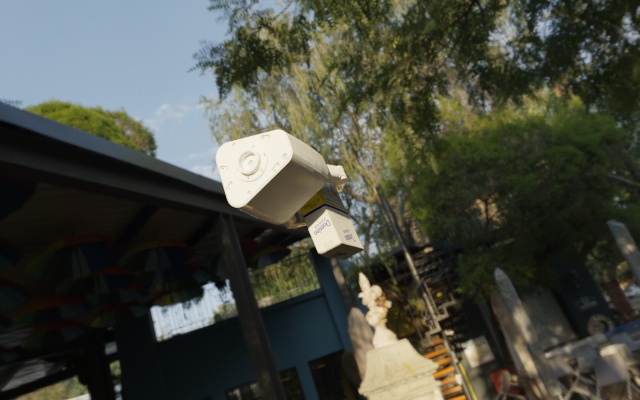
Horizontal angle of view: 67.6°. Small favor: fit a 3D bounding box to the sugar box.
[{"bbox_3d":[0.000,0.003,0.734,0.048,0.176,0.093,-28,-22,19],"label":"sugar box"}]
